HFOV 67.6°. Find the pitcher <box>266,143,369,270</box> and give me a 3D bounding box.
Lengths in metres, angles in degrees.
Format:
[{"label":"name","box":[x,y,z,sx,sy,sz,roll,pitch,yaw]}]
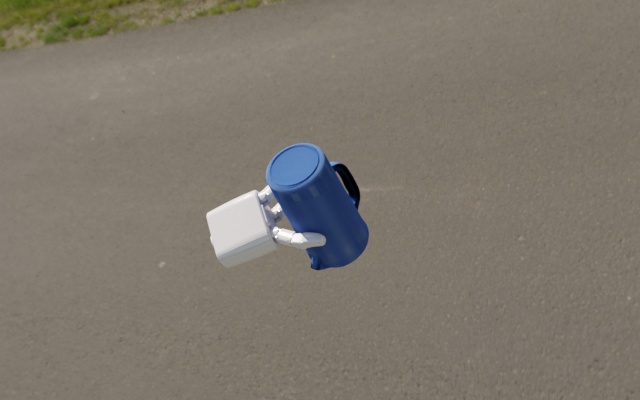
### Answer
[{"label":"pitcher","box":[0.000,0.003,0.880,0.145,0.149,0.243,-22,-42,6]}]
